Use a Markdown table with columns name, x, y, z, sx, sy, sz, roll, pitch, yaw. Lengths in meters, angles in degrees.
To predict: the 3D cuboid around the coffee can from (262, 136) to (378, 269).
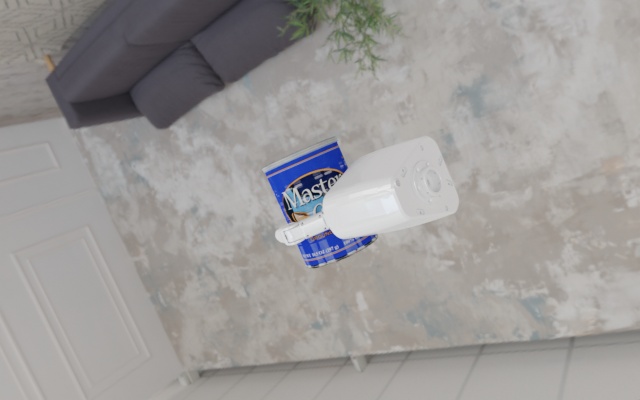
| name | x | y | z | sx | sy | sz | roll | pitch | yaw |
| --- | --- | --- | --- | --- | --- | --- | --- | --- | --- |
| coffee can | 0.000 | 0.002 | 0.615 | 0.103 | 0.140 | 0.103 | -23 | 5 | 2 |
